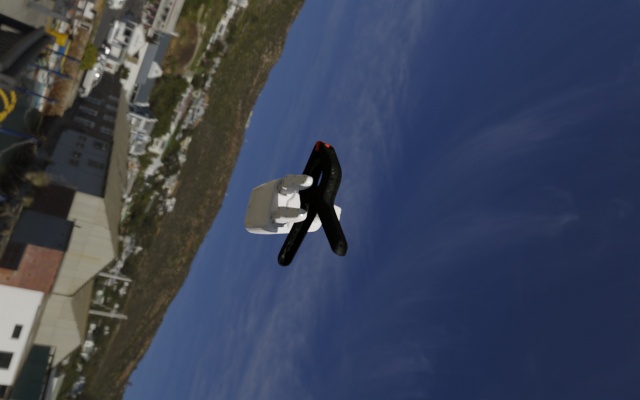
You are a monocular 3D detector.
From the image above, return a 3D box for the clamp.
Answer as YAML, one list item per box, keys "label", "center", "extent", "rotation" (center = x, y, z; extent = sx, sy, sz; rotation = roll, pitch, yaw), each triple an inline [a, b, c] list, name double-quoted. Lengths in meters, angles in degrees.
- label: "clamp"
  center: [0.001, 0.002, 0.755]
  extent: [0.036, 0.210, 0.164]
  rotation: [21, -17, -33]
